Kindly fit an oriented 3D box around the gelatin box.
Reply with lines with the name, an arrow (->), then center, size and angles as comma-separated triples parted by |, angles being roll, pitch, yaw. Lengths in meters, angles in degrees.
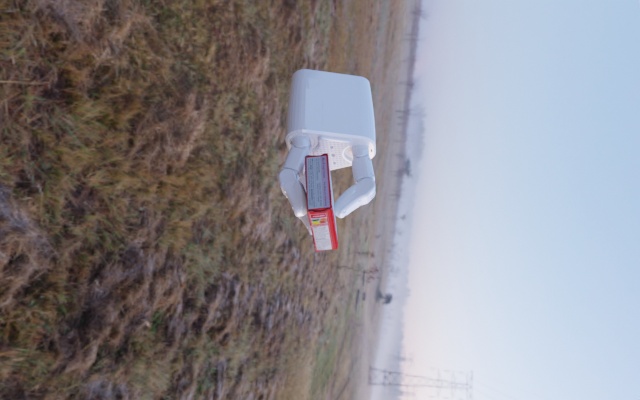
gelatin box -> 0.001, 0.002, 0.550 | 0.030, 0.089, 0.073 | -7, -42, 2
